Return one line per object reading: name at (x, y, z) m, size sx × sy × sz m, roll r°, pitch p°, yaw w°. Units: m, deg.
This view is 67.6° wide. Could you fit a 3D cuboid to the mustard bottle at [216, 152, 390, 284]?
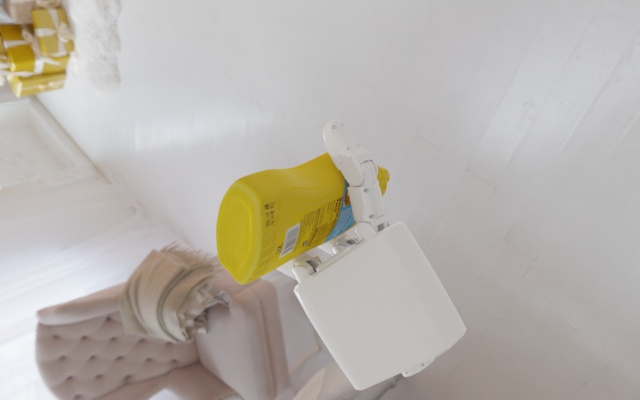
mustard bottle at (0.000, 0.001, 0.434) m, size 0.191 × 0.096 × 0.058 m, roll -22°, pitch 51°, yaw -41°
